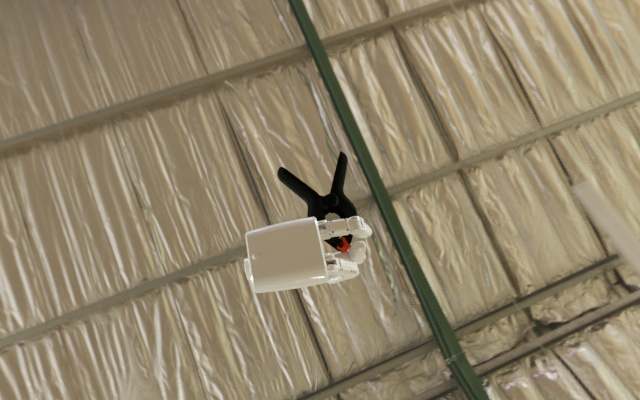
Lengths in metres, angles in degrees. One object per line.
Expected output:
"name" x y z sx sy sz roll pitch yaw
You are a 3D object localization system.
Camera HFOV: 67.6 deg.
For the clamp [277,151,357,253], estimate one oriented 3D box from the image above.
"clamp" 0.000 0.003 0.761 0.120 0.171 0.039 -10 -26 -5
